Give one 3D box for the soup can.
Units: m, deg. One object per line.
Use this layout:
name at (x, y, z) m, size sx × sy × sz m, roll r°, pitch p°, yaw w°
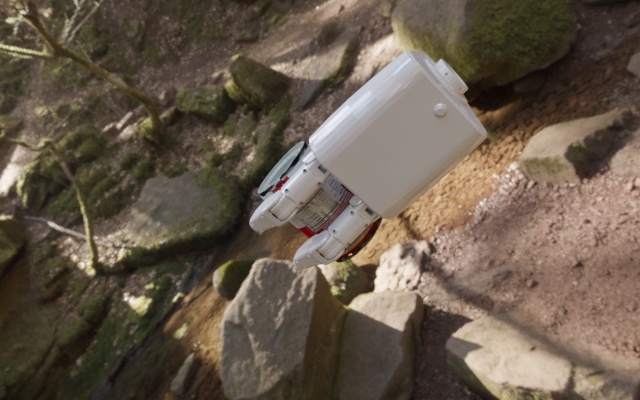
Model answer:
soup can at (0.000, 0.002, 0.453) m, size 0.102 × 0.068 × 0.068 m, roll 41°, pitch -13°, yaw -15°
